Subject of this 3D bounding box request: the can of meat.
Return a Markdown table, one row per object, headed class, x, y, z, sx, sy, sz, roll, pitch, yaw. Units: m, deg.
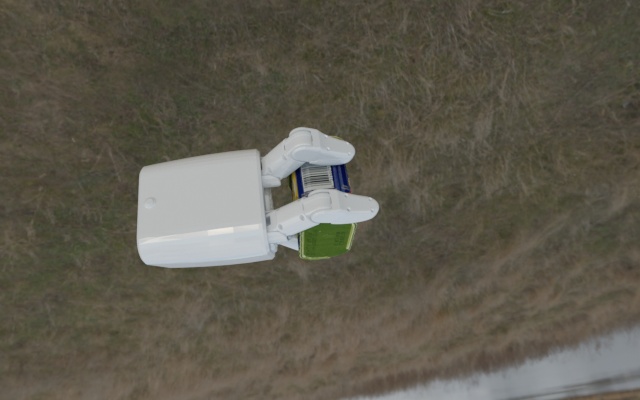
| class | x | y | z | sx | sy | sz | roll | pitch | yaw |
| --- | --- | --- | --- | --- | --- | --- | --- | --- | --- |
| can of meat | 0.000 | 0.002 | 0.460 | 0.057 | 0.084 | 0.102 | -6 | -26 | -5 |
